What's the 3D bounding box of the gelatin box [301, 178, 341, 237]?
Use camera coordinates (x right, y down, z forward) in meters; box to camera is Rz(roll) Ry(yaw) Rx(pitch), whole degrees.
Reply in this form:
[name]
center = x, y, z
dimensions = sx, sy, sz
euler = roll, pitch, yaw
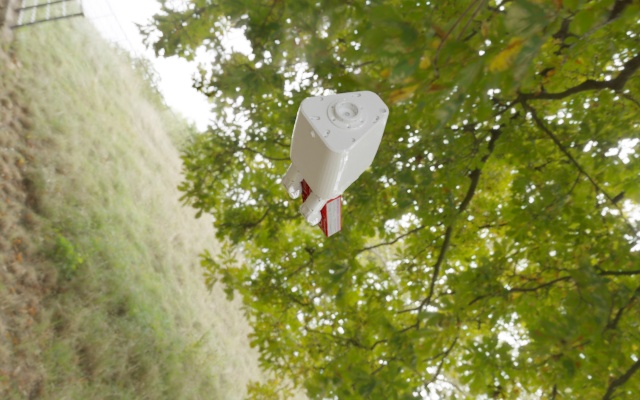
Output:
[gelatin box]
center = 0.001, 0.002, 0.734
dimensions = 0.030, 0.073, 0.089
euler = -28, -35, -18
